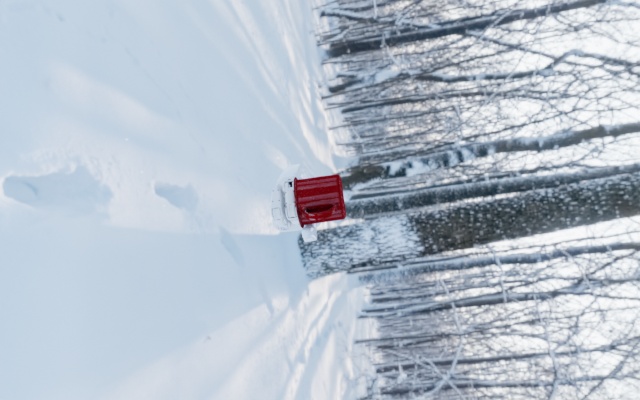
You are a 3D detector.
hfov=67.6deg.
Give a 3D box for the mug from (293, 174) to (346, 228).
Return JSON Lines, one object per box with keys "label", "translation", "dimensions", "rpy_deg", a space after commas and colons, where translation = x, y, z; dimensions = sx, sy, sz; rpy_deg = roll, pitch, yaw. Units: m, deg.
{"label": "mug", "translation": [0.000, 0.003, 0.839], "dimensions": [0.081, 0.093, 0.117], "rpy_deg": [-8, 21, 5]}
